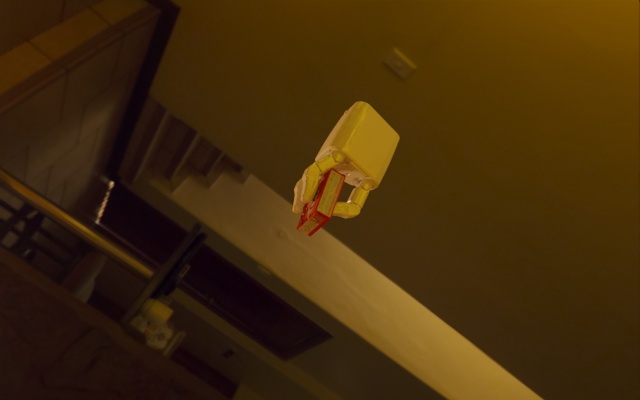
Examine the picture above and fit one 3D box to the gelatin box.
[{"bbox_3d":[0.000,0.003,0.748,0.030,0.089,0.073,29,-34,-13],"label":"gelatin box"}]
